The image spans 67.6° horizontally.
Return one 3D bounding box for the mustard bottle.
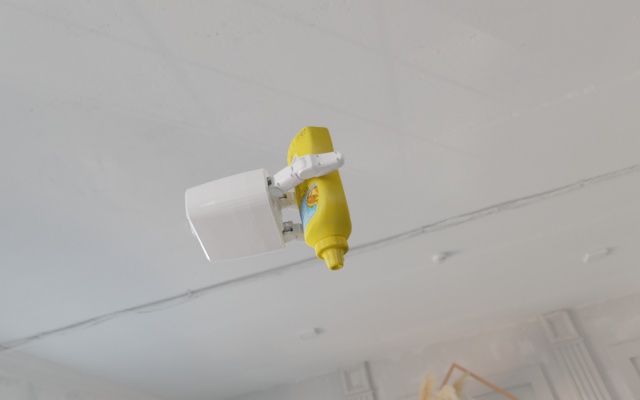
[{"bbox_3d":[0.000,0.002,0.622,0.058,0.191,0.096,1,-36,-20],"label":"mustard bottle"}]
